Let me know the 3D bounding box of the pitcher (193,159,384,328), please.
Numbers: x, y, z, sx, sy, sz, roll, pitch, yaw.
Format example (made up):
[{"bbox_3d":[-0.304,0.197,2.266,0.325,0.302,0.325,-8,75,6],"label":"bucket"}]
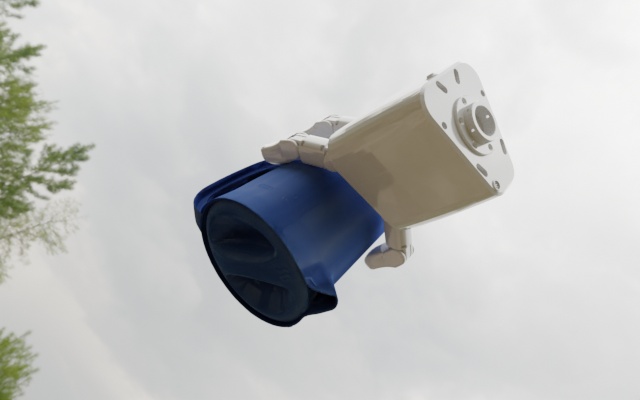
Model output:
[{"bbox_3d":[0.000,0.002,0.500,0.242,0.149,0.145,-36,7,-40],"label":"pitcher"}]
